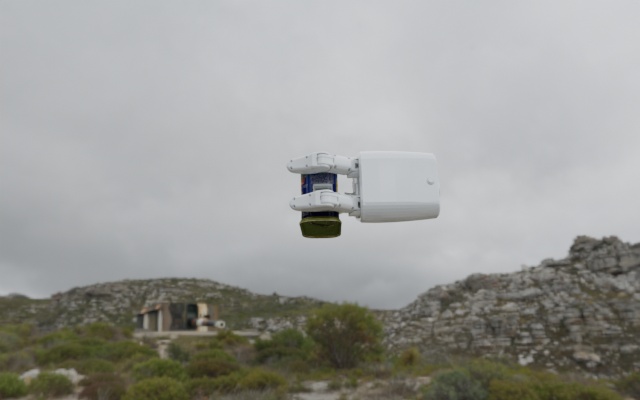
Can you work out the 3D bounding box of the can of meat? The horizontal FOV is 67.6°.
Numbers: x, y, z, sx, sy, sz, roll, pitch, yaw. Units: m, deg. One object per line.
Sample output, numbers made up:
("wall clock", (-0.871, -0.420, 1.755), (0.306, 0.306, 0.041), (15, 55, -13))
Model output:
("can of meat", (0.000, 0.002, 0.682), (0.057, 0.084, 0.102), (-1, -17, 1))
